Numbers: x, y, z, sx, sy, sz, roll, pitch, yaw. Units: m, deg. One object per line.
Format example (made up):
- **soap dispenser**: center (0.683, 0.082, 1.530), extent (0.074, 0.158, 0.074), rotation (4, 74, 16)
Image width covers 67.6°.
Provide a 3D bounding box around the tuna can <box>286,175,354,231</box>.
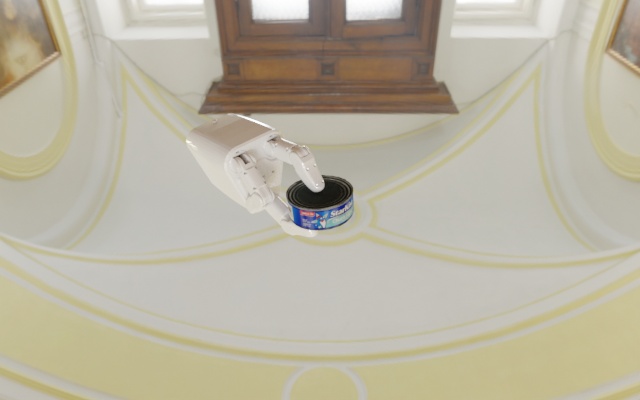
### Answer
- **tuna can**: center (0.000, 0.003, 0.611), extent (0.086, 0.034, 0.086), rotation (-4, 31, 2)
